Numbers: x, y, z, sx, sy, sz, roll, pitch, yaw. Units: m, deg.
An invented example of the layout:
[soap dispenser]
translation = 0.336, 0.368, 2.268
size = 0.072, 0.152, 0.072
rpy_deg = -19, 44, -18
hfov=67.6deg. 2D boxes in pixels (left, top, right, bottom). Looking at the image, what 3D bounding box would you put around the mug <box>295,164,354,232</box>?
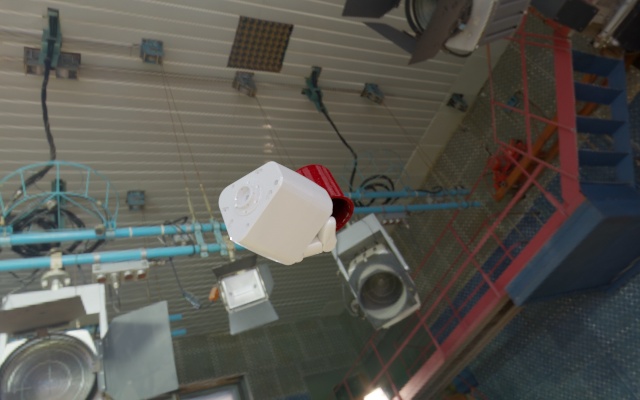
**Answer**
[mug]
translation = 0.001, 0.003, 0.751
size = 0.093, 0.081, 0.117
rpy_deg = -41, -39, 16
